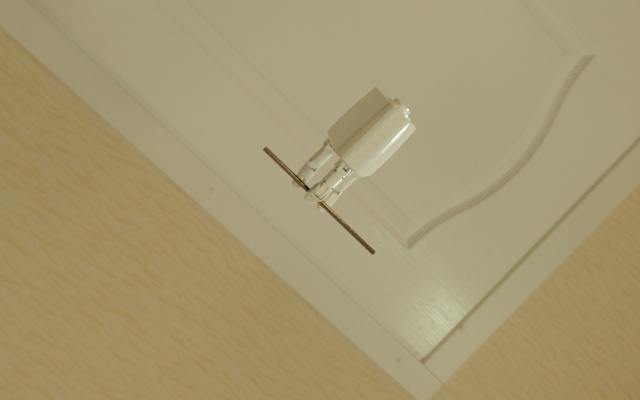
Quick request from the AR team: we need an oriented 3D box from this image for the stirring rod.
[{"bbox_3d":[0.000,0.002,0.744,0.239,0.011,0.011,44,-10,-10],"label":"stirring rod"}]
